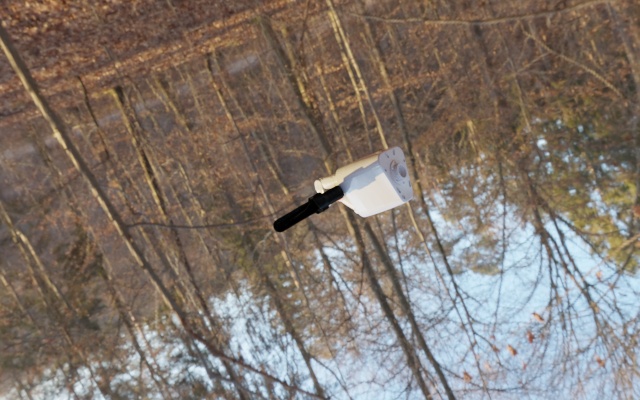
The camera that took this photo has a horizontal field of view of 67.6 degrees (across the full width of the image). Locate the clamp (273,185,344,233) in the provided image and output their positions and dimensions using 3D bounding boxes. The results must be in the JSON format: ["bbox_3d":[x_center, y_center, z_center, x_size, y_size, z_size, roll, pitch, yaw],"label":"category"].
[{"bbox_3d":[0.000,0.003,0.881,0.120,0.039,0.171,-24,5,42],"label":"clamp"}]
